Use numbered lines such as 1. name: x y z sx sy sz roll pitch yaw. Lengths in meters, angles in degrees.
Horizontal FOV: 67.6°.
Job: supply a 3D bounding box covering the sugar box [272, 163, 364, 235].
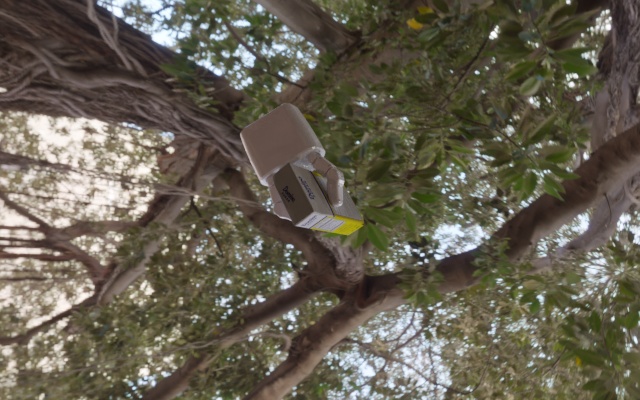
1. sugar box: 0.000 0.003 0.776 0.048 0.093 0.176 -38 -25 22
